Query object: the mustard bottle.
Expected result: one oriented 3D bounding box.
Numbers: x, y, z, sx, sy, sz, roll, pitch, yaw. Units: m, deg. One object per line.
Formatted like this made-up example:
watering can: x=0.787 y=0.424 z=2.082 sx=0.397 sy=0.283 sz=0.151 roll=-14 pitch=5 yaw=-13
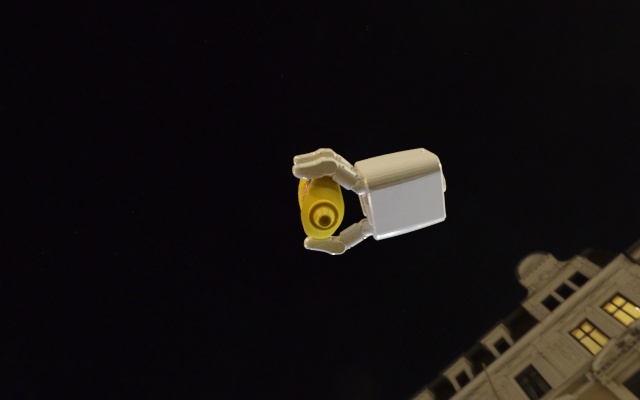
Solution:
mustard bottle: x=0.000 y=0.002 z=0.691 sx=0.058 sy=0.096 sz=0.191 roll=9 pitch=14 yaw=-7
